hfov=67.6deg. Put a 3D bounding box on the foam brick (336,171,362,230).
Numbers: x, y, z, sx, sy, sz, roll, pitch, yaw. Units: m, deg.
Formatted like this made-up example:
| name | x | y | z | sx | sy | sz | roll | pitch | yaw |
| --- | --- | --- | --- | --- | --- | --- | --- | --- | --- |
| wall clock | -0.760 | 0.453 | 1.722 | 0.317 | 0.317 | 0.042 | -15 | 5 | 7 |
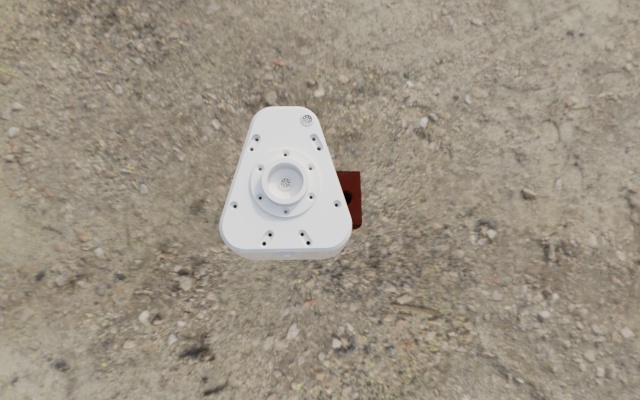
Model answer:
| name | x | y | z | sx | sy | sz | roll | pitch | yaw |
| --- | --- | --- | --- | --- | --- | --- | --- | --- | --- |
| foam brick | 0.000 | 0.001 | 0.463 | 0.078 | 0.053 | 0.051 | -1 | -8 | -2 |
